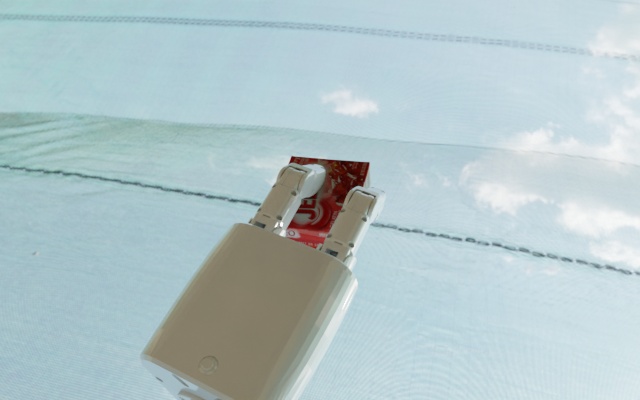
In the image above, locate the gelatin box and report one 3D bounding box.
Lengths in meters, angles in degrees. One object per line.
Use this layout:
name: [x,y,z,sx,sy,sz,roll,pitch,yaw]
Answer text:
gelatin box: [0.000,0.001,0.405,0.073,0.030,0.089,6,45,13]
